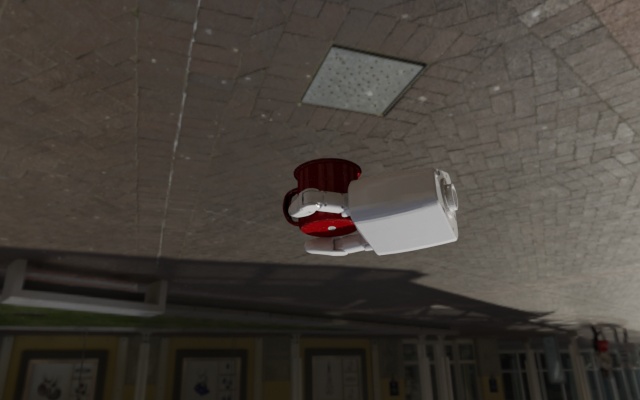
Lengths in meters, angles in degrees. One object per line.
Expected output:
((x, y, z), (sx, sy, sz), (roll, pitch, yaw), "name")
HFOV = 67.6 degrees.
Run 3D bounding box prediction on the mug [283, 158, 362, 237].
((-0.001, 0.003, 0.640), (0.117, 0.081, 0.093), (-12, -23, 24), "mug")
